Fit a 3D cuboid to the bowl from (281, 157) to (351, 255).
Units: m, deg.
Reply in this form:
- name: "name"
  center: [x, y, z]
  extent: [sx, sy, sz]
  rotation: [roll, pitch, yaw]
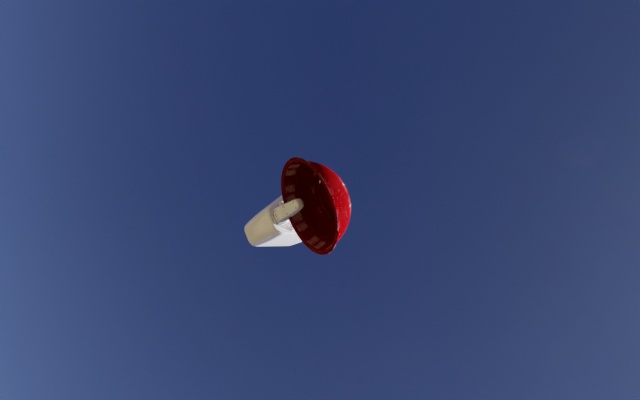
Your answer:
- name: "bowl"
  center: [0.001, 0.002, 0.765]
  extent: [0.055, 0.162, 0.162]
  rotation: [-20, 10, -29]
